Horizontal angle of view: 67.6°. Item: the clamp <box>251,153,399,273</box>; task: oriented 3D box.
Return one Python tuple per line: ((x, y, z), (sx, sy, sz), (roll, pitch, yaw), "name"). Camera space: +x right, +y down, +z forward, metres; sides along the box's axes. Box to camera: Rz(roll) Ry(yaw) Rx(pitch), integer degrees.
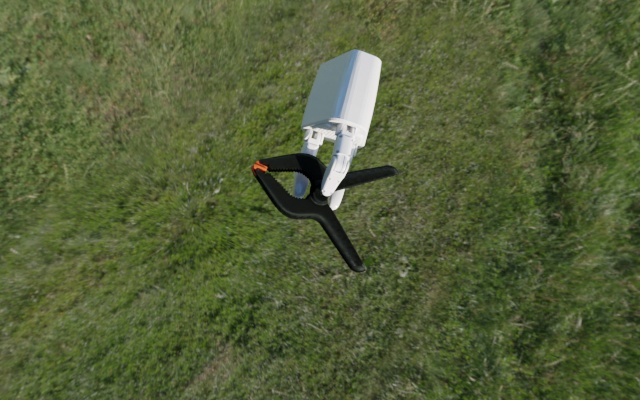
((0.000, 0.002, 0.671), (0.210, 0.164, 0.036), (17, -12, -14), "clamp")
